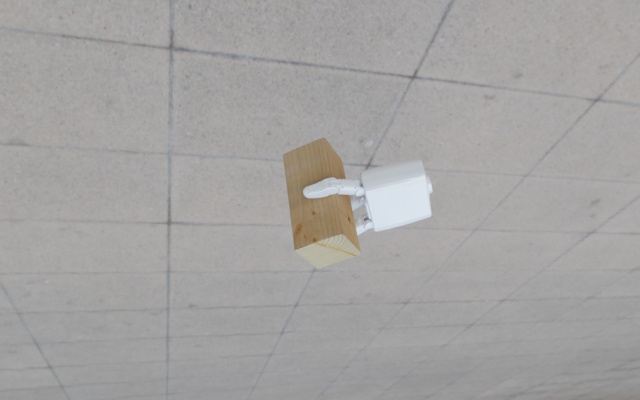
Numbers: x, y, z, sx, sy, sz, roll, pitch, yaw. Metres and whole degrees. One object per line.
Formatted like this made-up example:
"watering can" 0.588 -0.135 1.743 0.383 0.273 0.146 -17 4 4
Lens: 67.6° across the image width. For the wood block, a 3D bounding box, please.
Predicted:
"wood block" 0.000 0.003 0.860 0.090 0.206 0.091 -21 -35 16
